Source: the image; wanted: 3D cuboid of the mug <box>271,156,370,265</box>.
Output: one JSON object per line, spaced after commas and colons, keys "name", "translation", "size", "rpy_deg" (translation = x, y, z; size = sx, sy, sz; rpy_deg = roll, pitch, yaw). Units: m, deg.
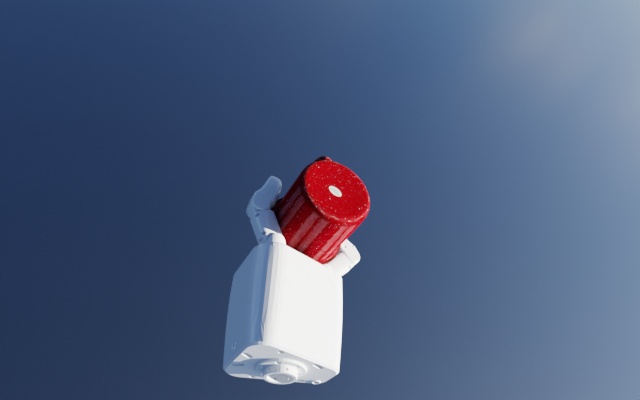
{"name": "mug", "translation": [0.000, 0.000, 0.523], "size": [0.093, 0.117, 0.081], "rpy_deg": [17, -41, -20]}
